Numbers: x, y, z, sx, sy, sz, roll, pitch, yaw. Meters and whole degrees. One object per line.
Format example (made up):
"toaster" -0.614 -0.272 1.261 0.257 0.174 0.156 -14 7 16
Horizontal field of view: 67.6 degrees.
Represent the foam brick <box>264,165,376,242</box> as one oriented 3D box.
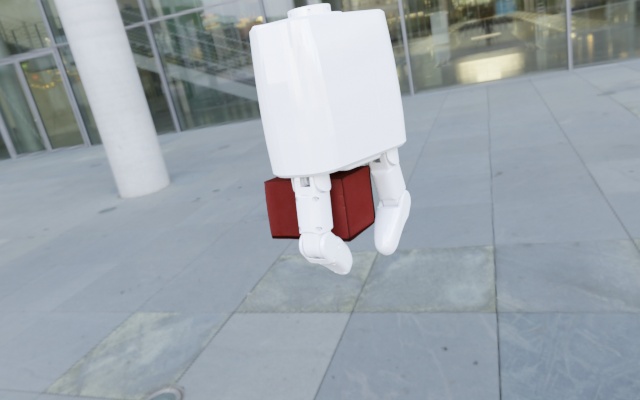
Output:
"foam brick" 0.000 0.001 0.404 0.078 0.051 0.053 -1 16 31
